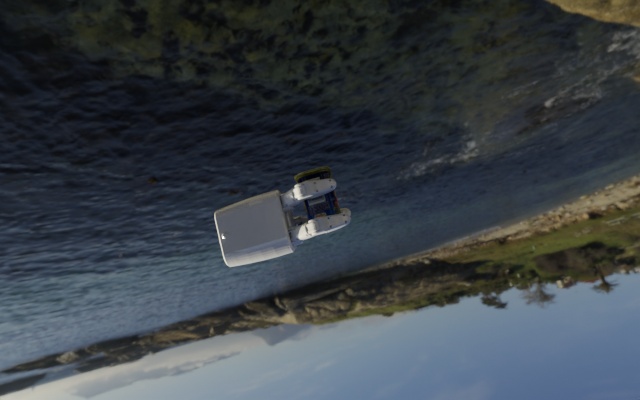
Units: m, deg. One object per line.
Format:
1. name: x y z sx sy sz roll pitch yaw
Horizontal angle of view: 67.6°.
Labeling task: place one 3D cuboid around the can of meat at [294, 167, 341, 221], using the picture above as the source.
1. can of meat: 0.000 0.003 0.757 0.057 0.084 0.102 -15 -12 1
